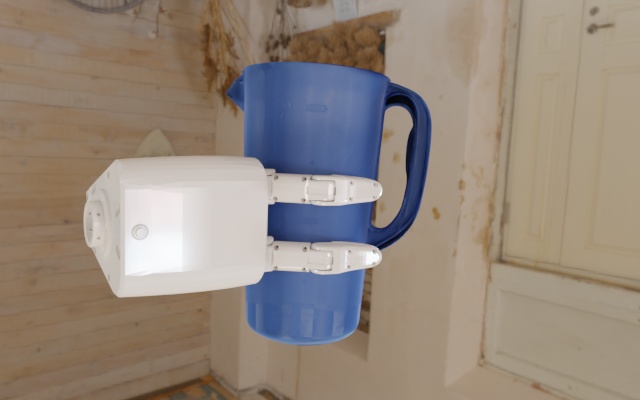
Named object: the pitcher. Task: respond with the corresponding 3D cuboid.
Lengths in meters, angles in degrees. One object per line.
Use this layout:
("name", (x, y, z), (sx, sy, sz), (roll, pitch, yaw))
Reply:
("pitcher", (0.000, 0.001, 0.441), (0.145, 0.243, 0.149), (-2, 8, -37))
